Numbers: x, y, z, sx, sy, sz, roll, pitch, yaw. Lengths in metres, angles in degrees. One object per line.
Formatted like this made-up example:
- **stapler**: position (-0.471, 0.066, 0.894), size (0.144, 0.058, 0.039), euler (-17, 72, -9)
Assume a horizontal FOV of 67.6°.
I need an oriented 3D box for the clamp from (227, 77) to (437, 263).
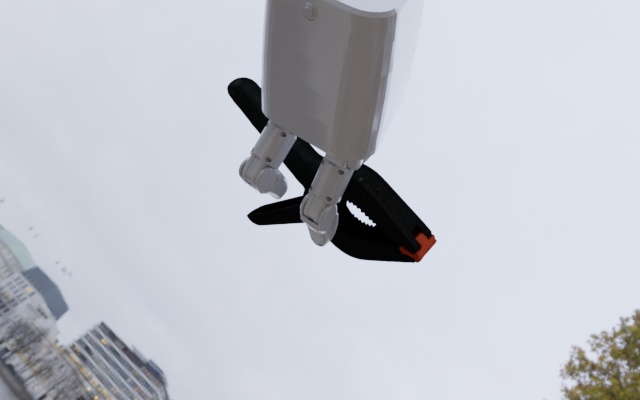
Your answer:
- **clamp**: position (0.001, 0.001, 0.422), size (0.210, 0.165, 0.036), euler (32, 52, 23)
